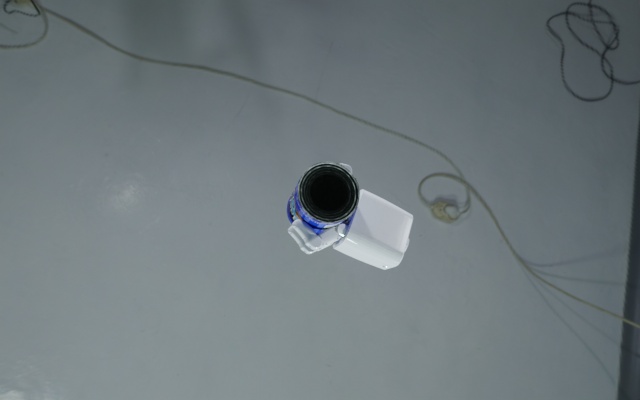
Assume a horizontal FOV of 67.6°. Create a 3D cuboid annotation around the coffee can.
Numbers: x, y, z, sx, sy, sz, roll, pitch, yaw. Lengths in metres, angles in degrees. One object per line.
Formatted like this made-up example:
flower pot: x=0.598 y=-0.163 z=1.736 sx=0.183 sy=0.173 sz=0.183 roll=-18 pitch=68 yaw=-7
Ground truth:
coffee can: x=0.000 y=0.003 z=0.826 sx=0.103 sy=0.102 sz=0.140 roll=0 pitch=-13 yaw=-11
